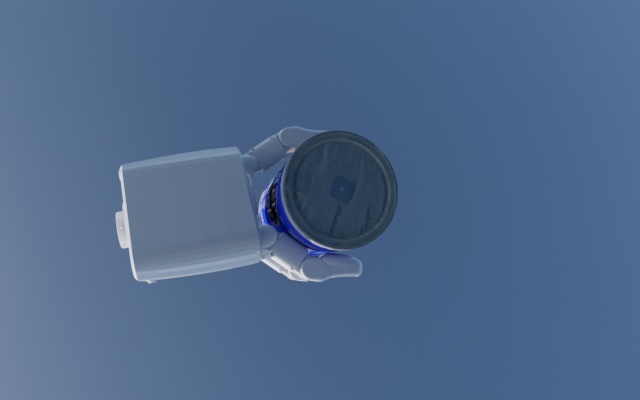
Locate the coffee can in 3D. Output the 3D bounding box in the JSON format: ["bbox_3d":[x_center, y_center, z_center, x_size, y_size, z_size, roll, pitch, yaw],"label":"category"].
[{"bbox_3d":[0.000,0.001,0.467,0.103,0.103,0.140,0,-9,-16],"label":"coffee can"}]
